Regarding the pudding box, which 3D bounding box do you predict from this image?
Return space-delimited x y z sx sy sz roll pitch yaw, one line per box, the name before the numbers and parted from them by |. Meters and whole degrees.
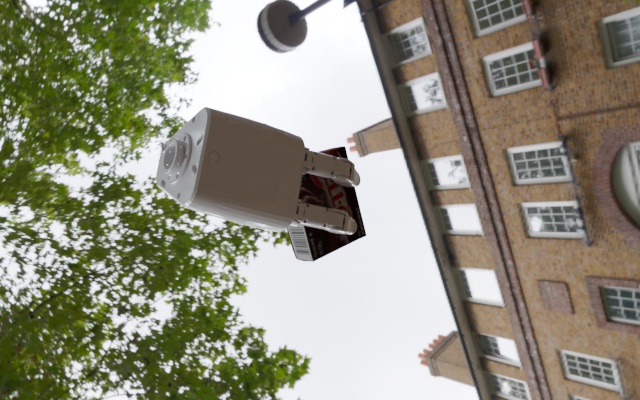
pudding box | 0.000 0.002 0.543 0.090 0.113 0.039 -21 12 -40
